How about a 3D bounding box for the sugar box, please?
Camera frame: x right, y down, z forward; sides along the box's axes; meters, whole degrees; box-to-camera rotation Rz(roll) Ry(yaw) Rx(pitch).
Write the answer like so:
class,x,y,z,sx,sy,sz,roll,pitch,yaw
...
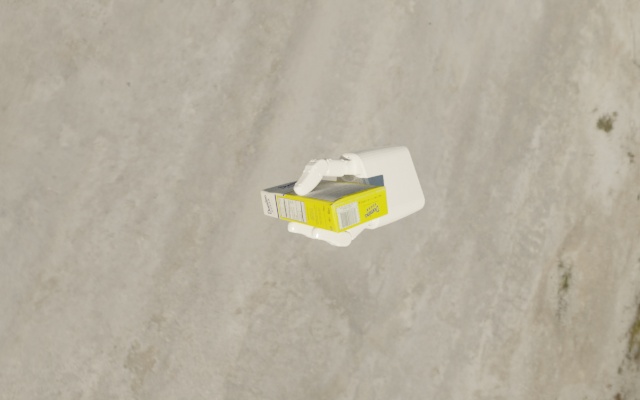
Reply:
class,x,y,z,sx,sy,sz,roll,pitch,yaw
sugar box,0.000,0.003,0.676,0.093,0.048,0.176,-17,14,-34
